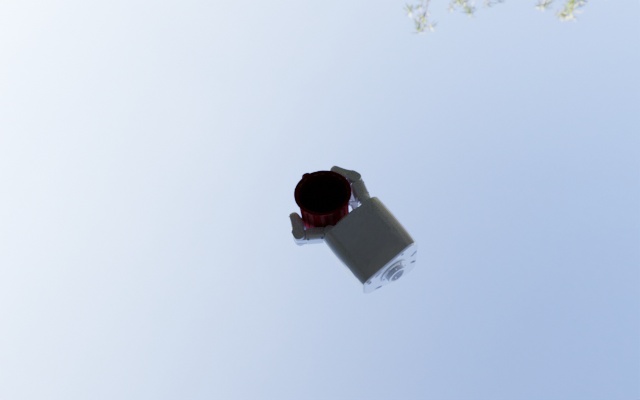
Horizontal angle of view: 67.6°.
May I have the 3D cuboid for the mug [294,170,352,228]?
[{"bbox_3d":[-0.001,0.002,0.802,0.093,0.117,0.082,-28,-35,-15],"label":"mug"}]
